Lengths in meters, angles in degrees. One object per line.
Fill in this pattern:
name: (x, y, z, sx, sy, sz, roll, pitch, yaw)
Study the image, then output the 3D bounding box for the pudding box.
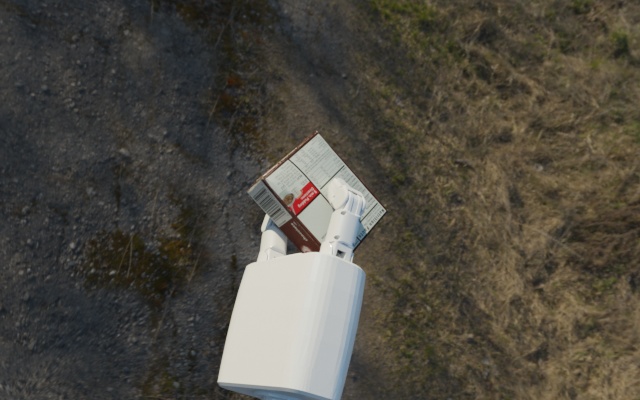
pudding box: (0.000, 0.002, 0.467, 0.090, 0.113, 0.039, -45, 7, -35)
